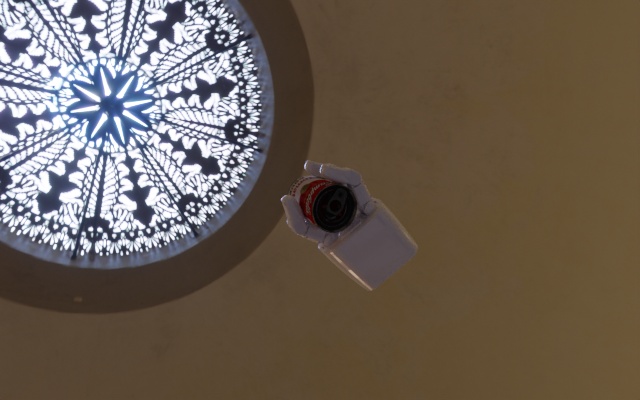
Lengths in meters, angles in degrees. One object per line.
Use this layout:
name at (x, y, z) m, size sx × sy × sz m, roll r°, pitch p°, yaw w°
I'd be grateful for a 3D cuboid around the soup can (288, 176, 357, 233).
soup can at (0.000, 0.002, 0.694) m, size 0.068 × 0.068 × 0.102 m, roll 0°, pitch 10°, yaw -24°
